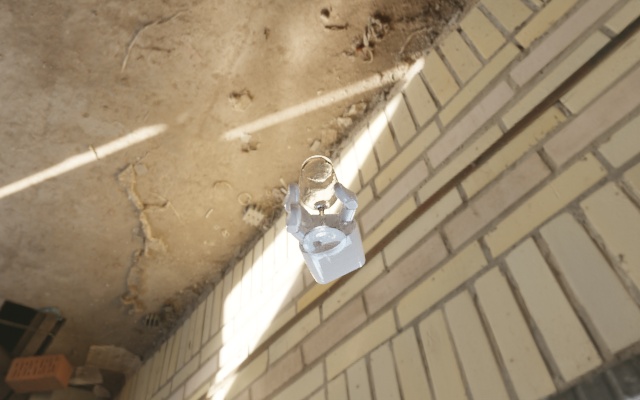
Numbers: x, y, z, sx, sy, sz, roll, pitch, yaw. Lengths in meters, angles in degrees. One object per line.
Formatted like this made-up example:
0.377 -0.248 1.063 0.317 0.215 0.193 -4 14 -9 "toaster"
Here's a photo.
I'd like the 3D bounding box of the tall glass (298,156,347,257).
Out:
0.000 0.003 0.860 0.079 0.079 0.200 0 42 -5 "tall glass"
